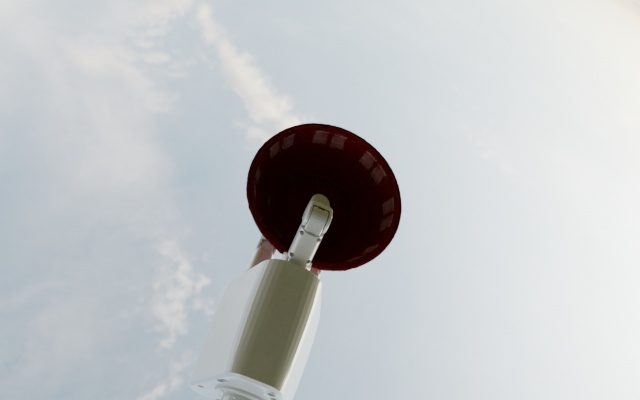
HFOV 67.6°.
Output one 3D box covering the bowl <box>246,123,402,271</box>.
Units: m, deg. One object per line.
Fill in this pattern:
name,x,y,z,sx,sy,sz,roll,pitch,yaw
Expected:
bowl,0.001,0.001,0.501,0.162,0.162,0.055,0,-22,-17
